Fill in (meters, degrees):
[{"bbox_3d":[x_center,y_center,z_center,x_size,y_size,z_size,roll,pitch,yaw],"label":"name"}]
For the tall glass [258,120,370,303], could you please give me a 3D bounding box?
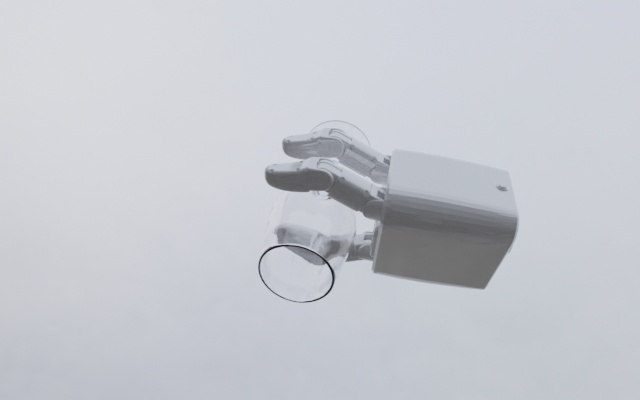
[{"bbox_3d":[0.000,0.001,0.449,0.079,0.079,0.201,0,35,14],"label":"tall glass"}]
